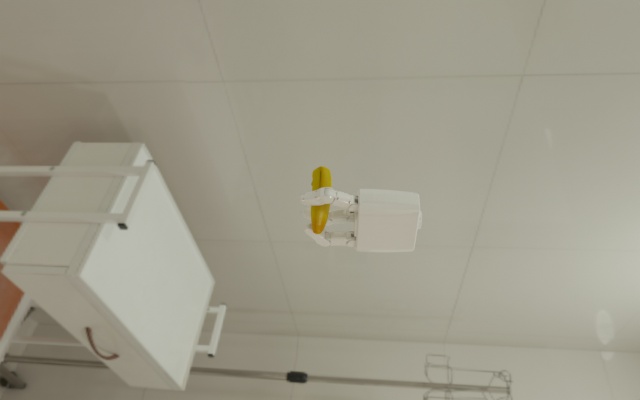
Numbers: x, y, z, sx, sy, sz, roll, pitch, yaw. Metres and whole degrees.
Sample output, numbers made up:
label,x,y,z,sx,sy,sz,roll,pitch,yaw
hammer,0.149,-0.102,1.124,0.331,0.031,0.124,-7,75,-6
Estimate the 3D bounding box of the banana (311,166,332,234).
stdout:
label,x,y,z,sx,sy,sz,roll,pitch,yaw
banana,0.001,-0.015,0.886,0.037,0.070,0.197,3,28,-2
